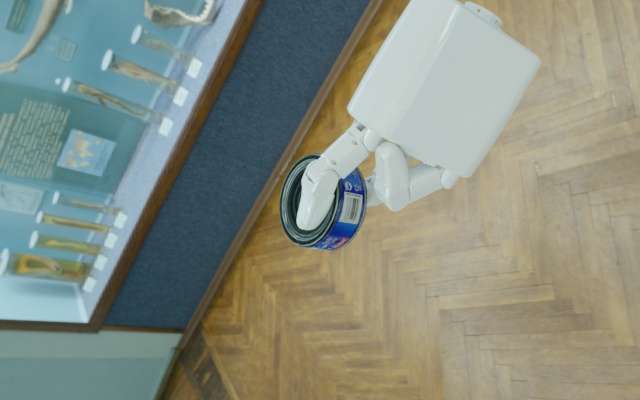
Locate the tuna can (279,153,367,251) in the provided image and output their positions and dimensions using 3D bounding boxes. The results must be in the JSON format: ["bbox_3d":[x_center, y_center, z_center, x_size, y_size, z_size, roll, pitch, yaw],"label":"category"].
[{"bbox_3d":[0.000,0.001,0.430,0.034,0.086,0.086,10,-7,-40],"label":"tuna can"}]
